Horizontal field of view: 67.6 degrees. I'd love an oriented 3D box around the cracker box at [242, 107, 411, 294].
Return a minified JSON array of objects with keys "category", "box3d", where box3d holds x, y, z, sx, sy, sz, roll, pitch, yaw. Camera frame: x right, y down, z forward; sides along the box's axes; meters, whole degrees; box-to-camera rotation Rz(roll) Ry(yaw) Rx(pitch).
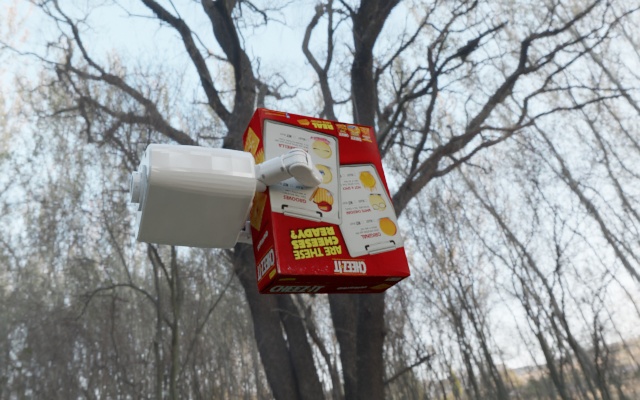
[{"category":"cracker box","box3d":[0.000,0.002,0.572,0.164,0.213,0.072,5,-32,-26]}]
